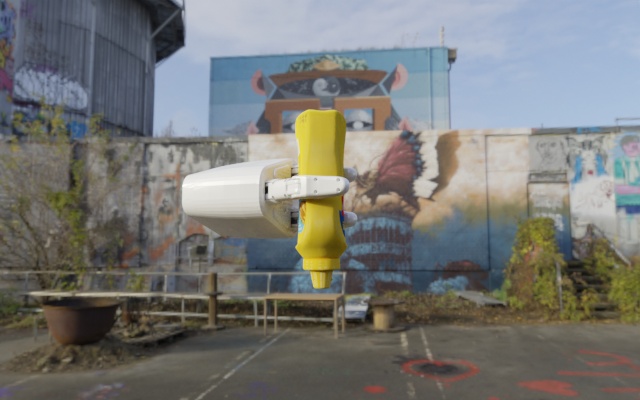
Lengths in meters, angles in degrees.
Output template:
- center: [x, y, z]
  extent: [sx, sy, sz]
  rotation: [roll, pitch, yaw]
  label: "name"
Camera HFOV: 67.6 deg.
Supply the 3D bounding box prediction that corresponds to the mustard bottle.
- center: [0.000, 0.001, 0.537]
  extent: [0.058, 0.191, 0.096]
  rotation: [0, -5, -4]
  label: "mustard bottle"
